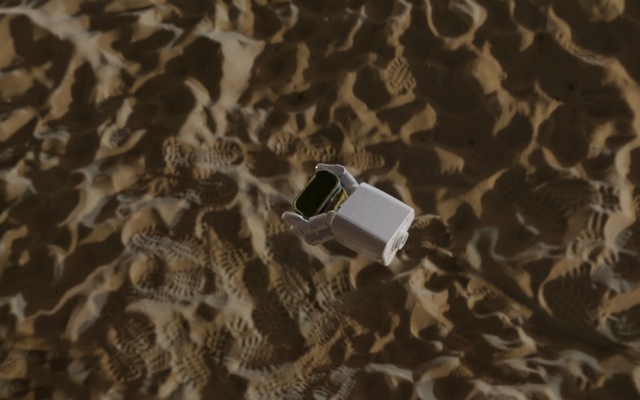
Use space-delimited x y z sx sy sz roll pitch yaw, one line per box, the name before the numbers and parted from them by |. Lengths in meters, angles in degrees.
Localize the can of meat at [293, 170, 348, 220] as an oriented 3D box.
can of meat | 0.000 0.003 0.878 0.057 0.102 0.084 32 -13 22
